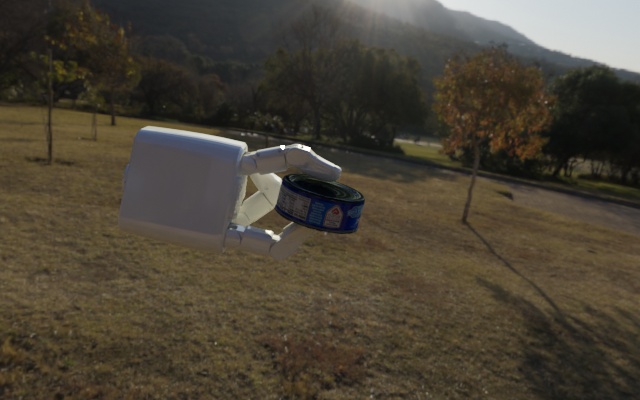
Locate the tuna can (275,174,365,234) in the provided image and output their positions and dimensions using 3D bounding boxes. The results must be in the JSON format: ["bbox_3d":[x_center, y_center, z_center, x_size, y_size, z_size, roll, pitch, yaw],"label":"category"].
[{"bbox_3d":[0.000,0.001,0.474,0.086,0.034,0.086,14,14,-4],"label":"tuna can"}]
